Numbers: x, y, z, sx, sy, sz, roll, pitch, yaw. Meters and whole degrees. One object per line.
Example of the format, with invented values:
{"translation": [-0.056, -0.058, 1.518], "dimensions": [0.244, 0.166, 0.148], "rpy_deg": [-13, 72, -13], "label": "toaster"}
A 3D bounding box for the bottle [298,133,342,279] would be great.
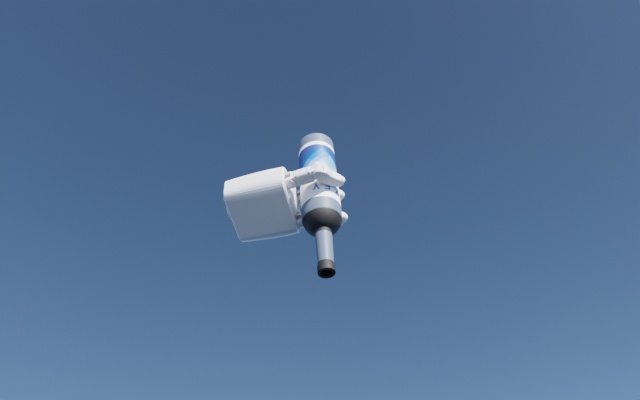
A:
{"translation": [0.000, 0.002, 0.805], "dimensions": [0.069, 0.295, 0.069], "rpy_deg": [-3, -44, -2], "label": "bottle"}
